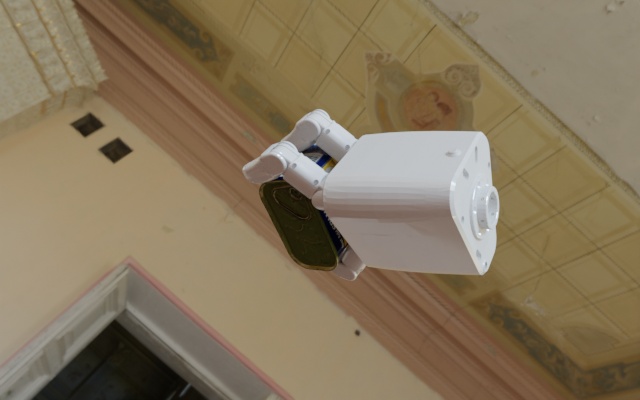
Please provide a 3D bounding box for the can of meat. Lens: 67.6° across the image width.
[{"bbox_3d":[0.000,0.001,0.460,0.057,0.102,0.084,-1,35,38],"label":"can of meat"}]
